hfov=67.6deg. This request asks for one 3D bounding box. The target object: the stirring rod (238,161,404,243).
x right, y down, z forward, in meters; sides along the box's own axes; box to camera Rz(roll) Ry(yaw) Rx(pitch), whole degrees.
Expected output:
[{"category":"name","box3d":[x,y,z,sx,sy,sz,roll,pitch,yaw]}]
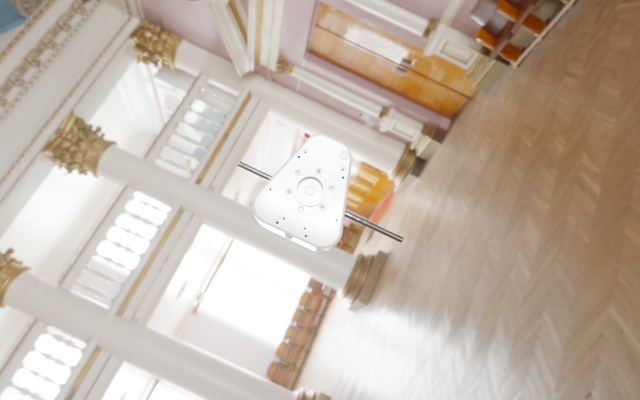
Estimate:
[{"category":"stirring rod","box3d":[0.000,0.002,0.637,0.239,0.011,0.011,25,0,0]}]
